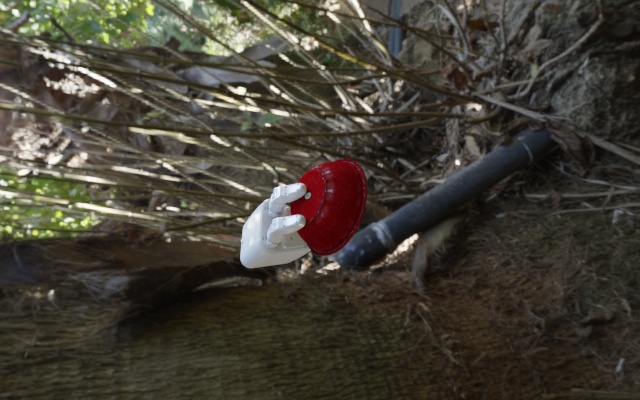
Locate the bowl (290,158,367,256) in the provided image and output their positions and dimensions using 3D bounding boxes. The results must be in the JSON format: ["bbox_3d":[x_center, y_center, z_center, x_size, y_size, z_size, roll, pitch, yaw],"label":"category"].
[{"bbox_3d":[0.001,0.002,0.748,0.055,0.162,0.162,20,-11,-33],"label":"bowl"}]
